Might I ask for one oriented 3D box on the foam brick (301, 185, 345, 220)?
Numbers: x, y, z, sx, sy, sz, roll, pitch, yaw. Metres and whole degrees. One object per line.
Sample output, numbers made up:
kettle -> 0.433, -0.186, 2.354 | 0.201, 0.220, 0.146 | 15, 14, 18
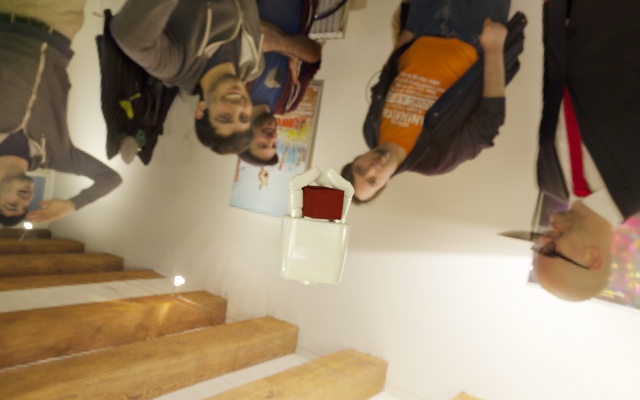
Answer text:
foam brick -> 0.000, 0.003, 0.806 | 0.053, 0.051, 0.078 | 5, 4, -22
